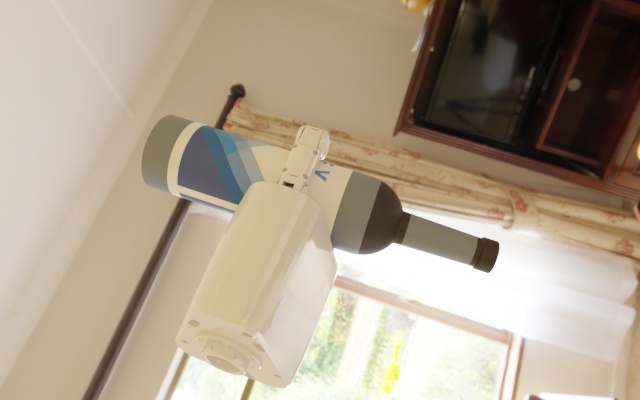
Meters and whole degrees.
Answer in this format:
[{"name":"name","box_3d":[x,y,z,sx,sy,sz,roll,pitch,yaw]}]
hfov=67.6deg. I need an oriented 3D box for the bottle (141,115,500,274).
[{"name":"bottle","box_3d":[0.000,0.001,0.401,0.295,0.069,0.069,18,2,7]}]
